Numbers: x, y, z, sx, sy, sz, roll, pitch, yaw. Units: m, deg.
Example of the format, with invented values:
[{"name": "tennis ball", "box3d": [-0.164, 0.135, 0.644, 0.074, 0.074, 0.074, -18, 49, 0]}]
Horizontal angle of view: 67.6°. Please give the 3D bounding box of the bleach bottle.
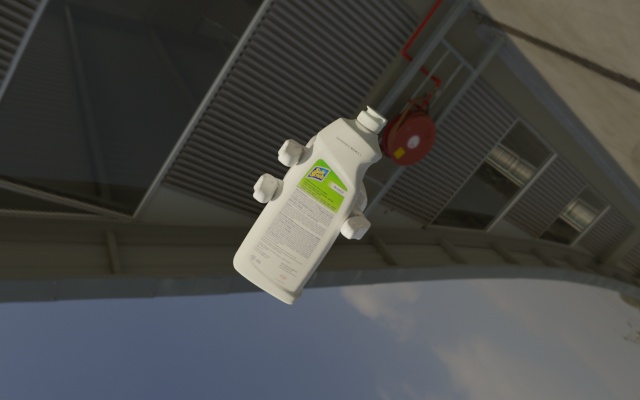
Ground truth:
[{"name": "bleach bottle", "box3d": [0.000, 0.002, 0.579, 0.102, 0.251, 0.068, 34, 16, -9]}]
